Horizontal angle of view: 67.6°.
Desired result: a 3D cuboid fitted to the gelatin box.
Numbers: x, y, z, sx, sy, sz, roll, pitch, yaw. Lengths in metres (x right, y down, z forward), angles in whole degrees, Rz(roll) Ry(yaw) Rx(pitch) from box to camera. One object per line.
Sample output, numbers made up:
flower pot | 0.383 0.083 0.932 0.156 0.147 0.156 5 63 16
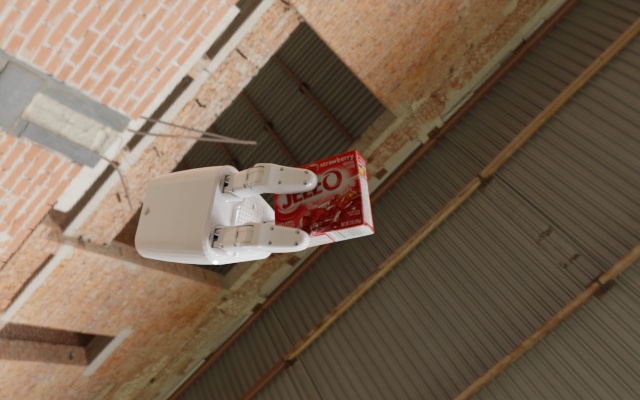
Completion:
gelatin box | 0.001 0.002 0.438 0.089 0.073 0.030 -14 -26 22
